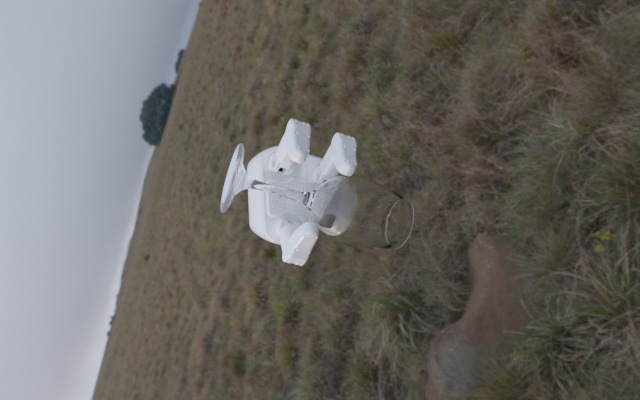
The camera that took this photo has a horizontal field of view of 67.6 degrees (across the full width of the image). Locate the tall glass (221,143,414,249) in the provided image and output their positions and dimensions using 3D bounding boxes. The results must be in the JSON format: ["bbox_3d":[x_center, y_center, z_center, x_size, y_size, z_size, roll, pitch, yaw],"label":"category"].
[{"bbox_3d":[-0.001,0.002,0.517,0.201,0.079,0.079,15,-5,-19],"label":"tall glass"}]
